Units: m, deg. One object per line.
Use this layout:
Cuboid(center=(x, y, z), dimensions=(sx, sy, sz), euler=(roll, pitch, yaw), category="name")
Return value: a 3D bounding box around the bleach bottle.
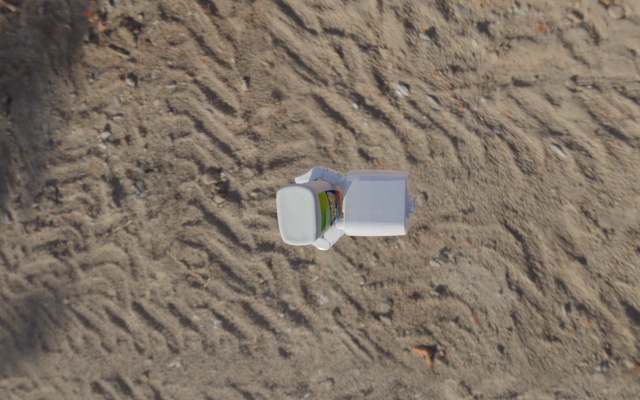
Cuboid(center=(0.000, 0.003, 0.860), dimensions=(0.068, 0.102, 0.251), euler=(0, 10, 18), category="bleach bottle")
